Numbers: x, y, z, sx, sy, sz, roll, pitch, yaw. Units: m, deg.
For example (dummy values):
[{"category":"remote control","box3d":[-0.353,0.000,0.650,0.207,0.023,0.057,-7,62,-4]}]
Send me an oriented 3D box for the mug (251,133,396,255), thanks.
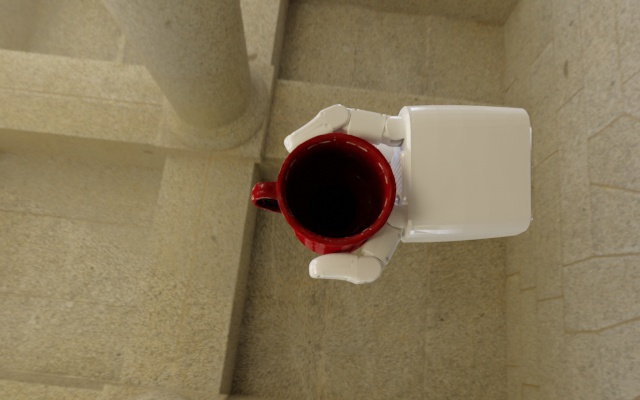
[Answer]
[{"category":"mug","box3d":[-0.001,0.001,0.407,0.117,0.093,0.081,1,-17,0]}]
